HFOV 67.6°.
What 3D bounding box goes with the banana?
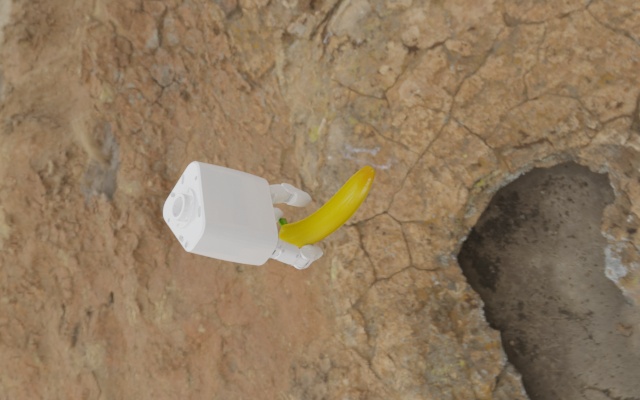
[{"bbox_3d":[0.000,0.020,0.654,0.037,0.069,0.198,18,-34,-41],"label":"banana"}]
